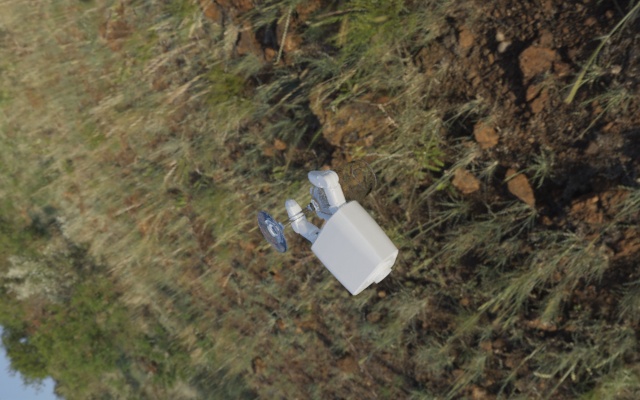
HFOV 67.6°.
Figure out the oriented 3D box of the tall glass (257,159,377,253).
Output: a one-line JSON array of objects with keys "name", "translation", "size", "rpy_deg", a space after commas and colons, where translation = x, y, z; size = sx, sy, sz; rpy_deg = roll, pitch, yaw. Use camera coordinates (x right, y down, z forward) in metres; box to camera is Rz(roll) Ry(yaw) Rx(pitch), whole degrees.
[{"name": "tall glass", "translation": [0.000, 0.003, 0.780], "size": [0.201, 0.079, 0.079], "rpy_deg": [-32, 16, -27]}]
